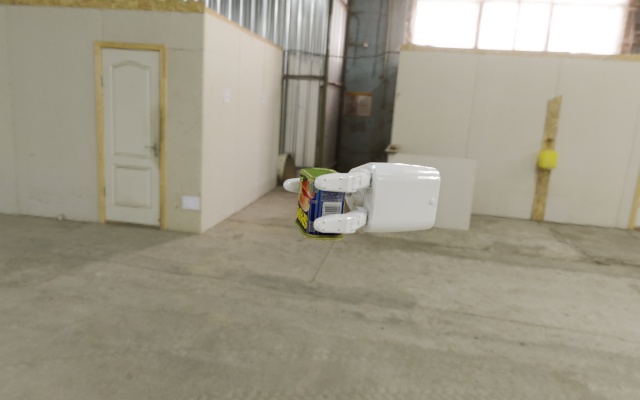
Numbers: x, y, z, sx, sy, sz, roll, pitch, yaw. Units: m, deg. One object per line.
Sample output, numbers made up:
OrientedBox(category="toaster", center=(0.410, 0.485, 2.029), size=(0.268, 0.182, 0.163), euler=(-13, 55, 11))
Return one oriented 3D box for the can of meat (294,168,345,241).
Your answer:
OrientedBox(category="can of meat", center=(0.000, 0.002, 0.674), size=(0.057, 0.084, 0.102), euler=(2, 12, -14))
